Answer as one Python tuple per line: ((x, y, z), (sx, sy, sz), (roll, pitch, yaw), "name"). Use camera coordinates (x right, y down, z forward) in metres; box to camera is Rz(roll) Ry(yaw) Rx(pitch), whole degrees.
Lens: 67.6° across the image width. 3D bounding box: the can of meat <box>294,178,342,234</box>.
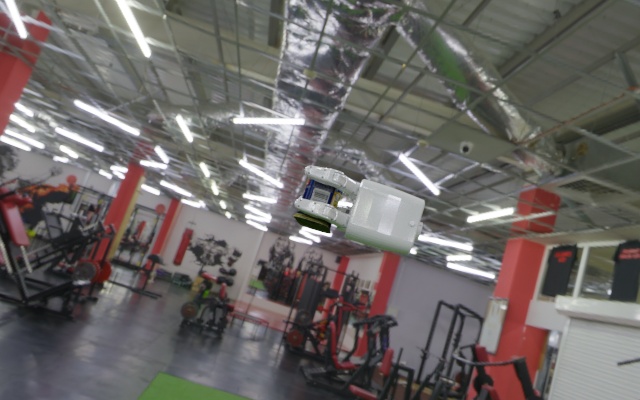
((0.000, 0.002, 0.788), (0.057, 0.084, 0.102), (17, -10, 9), "can of meat")
